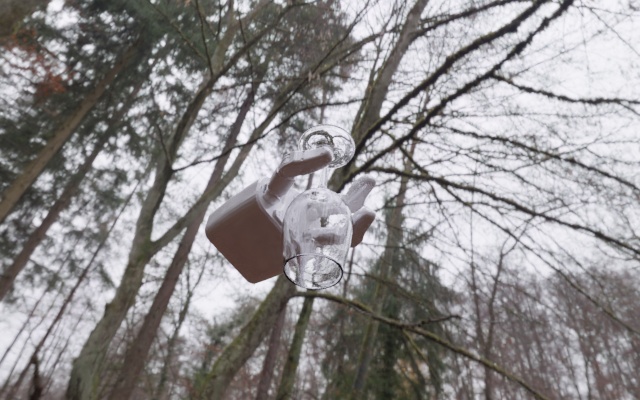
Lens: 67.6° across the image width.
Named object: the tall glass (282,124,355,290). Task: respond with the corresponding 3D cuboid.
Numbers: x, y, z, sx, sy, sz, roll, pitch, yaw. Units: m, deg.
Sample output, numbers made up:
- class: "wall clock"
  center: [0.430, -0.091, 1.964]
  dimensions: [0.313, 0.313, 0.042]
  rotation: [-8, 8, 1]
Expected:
- class: "tall glass"
  center: [0.000, 0.001, 0.551]
  dimensions: [0.079, 0.200, 0.079]
  rotation: [3, -44, 3]
